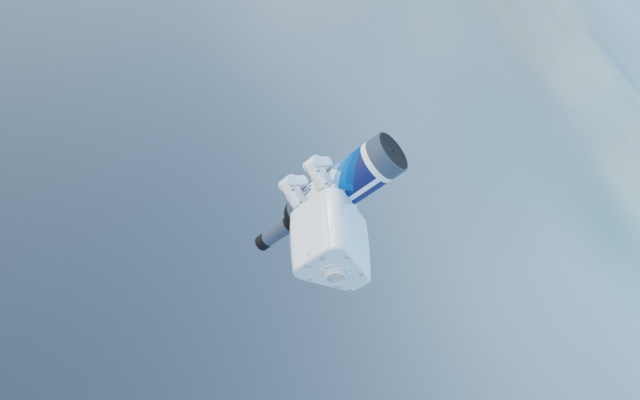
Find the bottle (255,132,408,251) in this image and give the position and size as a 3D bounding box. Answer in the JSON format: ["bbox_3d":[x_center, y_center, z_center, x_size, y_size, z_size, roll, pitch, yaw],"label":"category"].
[{"bbox_3d":[0.000,0.002,0.751,0.296,0.069,0.069,-35,-20,31],"label":"bottle"}]
